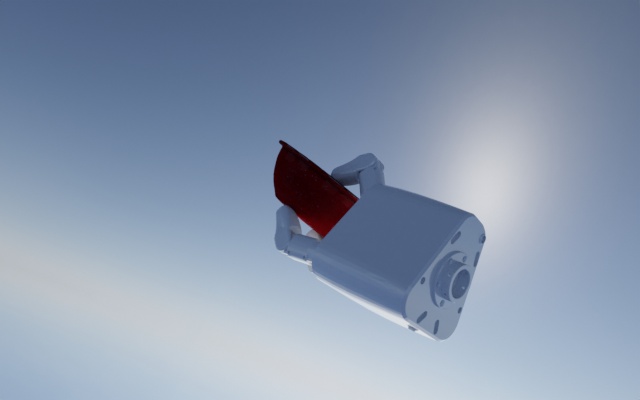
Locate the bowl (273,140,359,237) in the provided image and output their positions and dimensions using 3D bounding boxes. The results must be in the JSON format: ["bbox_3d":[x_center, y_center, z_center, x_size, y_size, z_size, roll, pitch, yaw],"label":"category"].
[{"bbox_3d":[-0.001,0.002,0.549,0.162,0.055,0.162,39,0,0],"label":"bowl"}]
